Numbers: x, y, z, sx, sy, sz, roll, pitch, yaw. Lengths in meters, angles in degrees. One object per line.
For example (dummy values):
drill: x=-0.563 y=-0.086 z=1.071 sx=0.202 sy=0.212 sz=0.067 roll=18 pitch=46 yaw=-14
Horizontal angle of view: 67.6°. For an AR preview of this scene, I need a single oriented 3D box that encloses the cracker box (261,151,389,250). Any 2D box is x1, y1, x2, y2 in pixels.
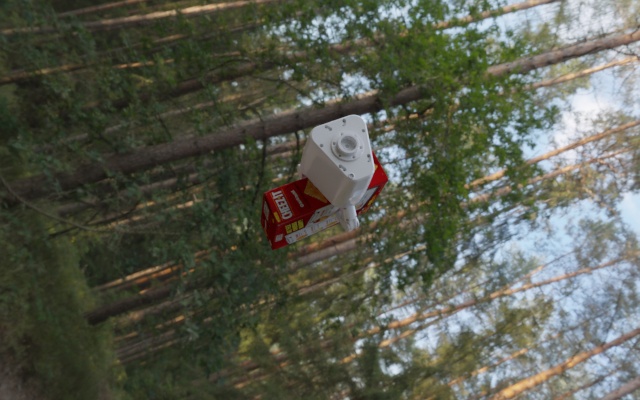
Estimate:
cracker box: x=0.000 y=0.003 z=0.879 sx=0.213 sy=0.072 sz=0.164 roll=-21 pitch=-16 yaw=-16
